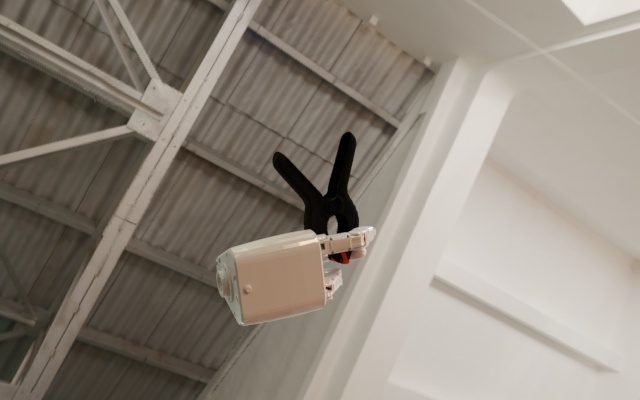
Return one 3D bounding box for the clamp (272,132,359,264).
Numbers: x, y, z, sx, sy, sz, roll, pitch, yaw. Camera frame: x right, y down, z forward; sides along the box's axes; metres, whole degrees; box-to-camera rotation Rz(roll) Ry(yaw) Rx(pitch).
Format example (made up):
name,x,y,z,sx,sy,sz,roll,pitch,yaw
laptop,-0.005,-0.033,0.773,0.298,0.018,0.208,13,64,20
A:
name,x,y,z,sx,sy,sz,roll,pitch,yaw
clamp,0.000,0.002,0.611,0.120,0.171,0.039,-9,7,-24
